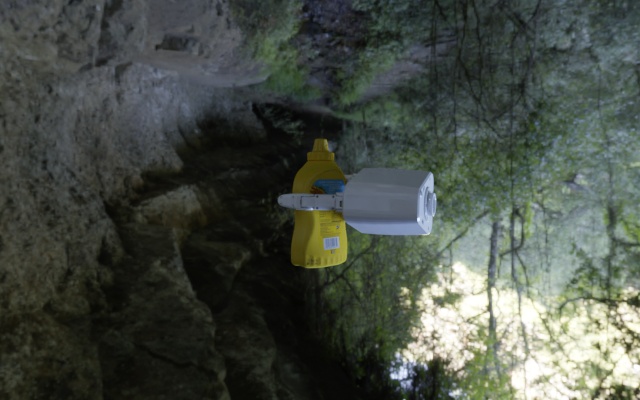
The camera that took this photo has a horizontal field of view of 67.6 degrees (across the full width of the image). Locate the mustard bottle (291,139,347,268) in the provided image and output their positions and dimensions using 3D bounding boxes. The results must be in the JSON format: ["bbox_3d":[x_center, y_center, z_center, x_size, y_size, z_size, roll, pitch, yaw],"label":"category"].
[{"bbox_3d":[0.000,0.003,0.730,0.096,0.191,0.058,-2,4,-43],"label":"mustard bottle"}]
